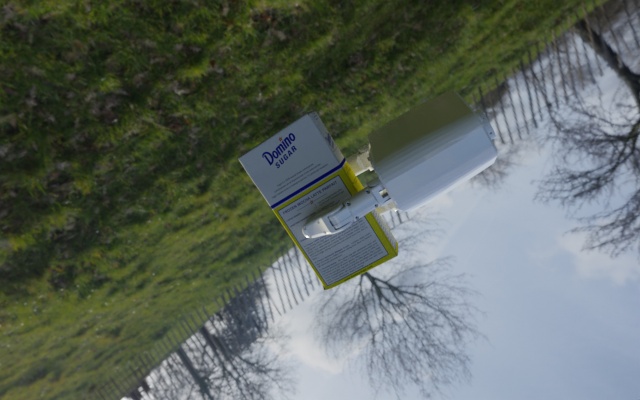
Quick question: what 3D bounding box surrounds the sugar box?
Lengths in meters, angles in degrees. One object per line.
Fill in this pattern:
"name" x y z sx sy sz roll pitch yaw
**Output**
"sugar box" 0.000 0.002 0.517 0.093 0.176 0.048 -29 7 16
